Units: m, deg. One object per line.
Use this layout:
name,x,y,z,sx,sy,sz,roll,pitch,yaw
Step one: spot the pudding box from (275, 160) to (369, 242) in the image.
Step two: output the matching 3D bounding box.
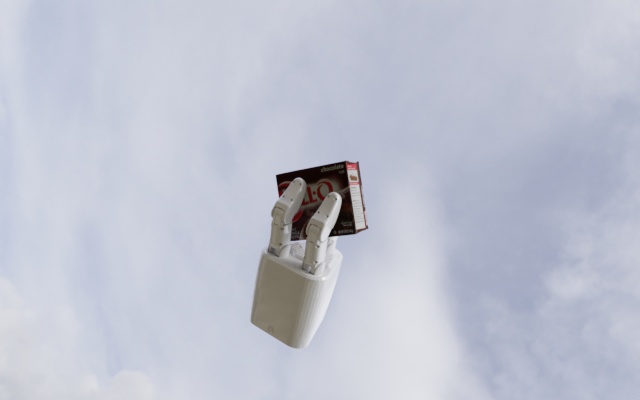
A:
pudding box,0.000,0.002,0.608,0.113,0.090,0.039,-9,0,32
